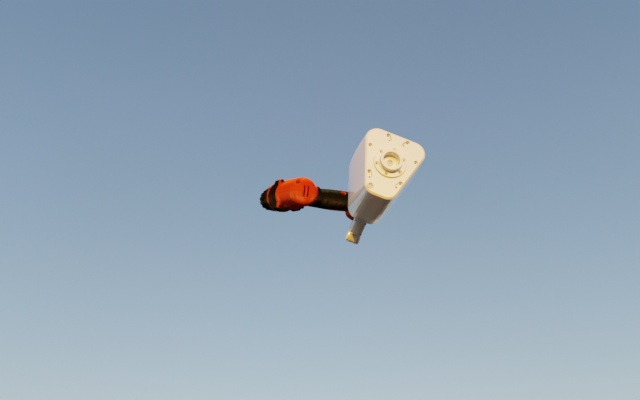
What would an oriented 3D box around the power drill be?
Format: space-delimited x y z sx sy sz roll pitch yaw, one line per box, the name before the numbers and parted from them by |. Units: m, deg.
power drill | 0.001 0.003 0.833 0.187 0.057 0.184 7 -5 -24
